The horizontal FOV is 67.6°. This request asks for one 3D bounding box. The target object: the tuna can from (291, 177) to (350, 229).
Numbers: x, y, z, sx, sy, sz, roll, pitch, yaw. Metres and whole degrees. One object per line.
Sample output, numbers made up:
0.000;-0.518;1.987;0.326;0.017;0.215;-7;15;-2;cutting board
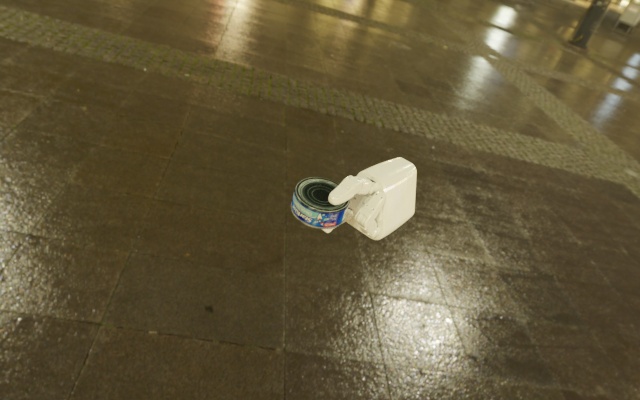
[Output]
0.000;0.002;0.717;0.086;0.034;0.086;9;38;-7;tuna can
